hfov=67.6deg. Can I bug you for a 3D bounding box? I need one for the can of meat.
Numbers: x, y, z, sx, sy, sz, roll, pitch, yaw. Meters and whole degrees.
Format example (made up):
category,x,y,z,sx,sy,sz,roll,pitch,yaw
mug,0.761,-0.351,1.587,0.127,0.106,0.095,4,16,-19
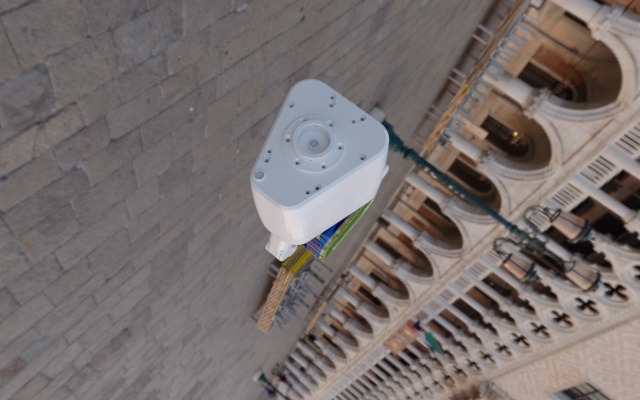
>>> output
category,x,y,z,sx,sy,sz,roll,pitch,yaw
can of meat,0.000,0.002,0.516,0.084,0.102,0.057,37,-18,11
